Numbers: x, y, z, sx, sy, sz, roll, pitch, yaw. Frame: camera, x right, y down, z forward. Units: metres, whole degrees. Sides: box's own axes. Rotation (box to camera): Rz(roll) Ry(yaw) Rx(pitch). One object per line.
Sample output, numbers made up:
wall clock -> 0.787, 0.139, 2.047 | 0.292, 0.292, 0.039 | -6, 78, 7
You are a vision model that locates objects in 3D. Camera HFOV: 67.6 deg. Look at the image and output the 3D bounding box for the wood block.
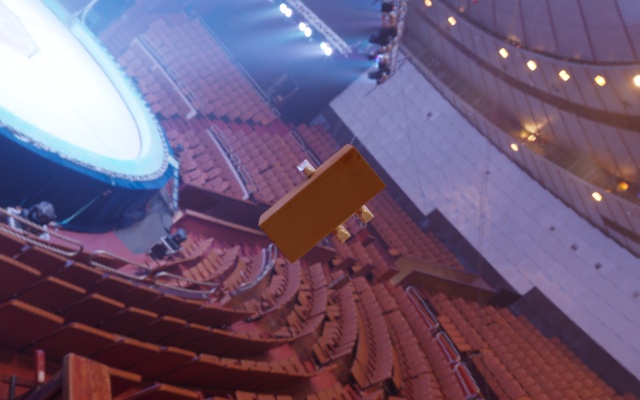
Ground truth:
wood block -> 0.000, 0.002, 0.834 | 0.206, 0.091, 0.090 | -40, 10, 3
